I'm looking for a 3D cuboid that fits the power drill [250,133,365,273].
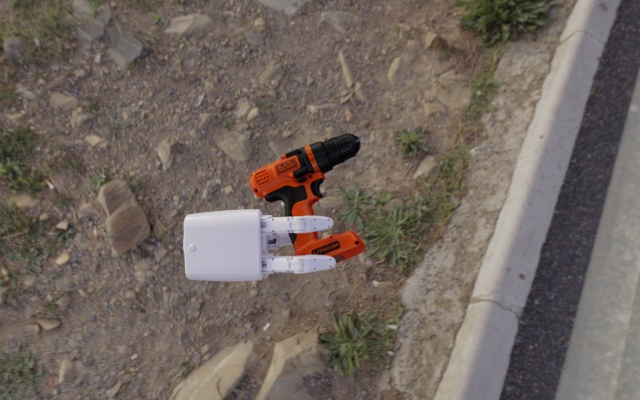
[{"bbox_3d":[0.000,0.003,0.728,0.184,0.187,0.057,-24,-21,6],"label":"power drill"}]
